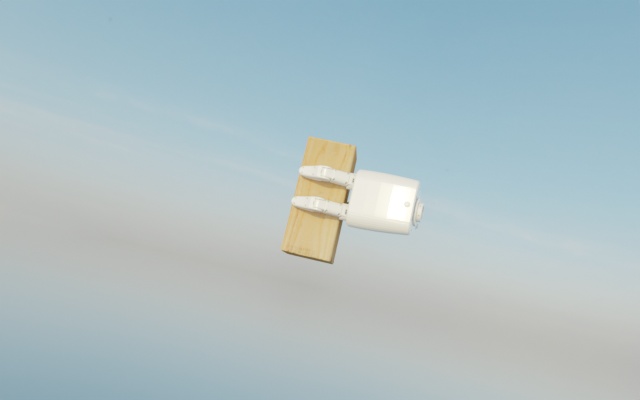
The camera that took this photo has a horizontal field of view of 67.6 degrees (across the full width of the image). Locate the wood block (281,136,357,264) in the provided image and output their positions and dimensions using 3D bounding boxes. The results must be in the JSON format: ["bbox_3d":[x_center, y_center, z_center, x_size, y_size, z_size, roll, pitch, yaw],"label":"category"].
[{"bbox_3d":[0.001,0.003,0.861,0.090,0.206,0.091,12,-10,7],"label":"wood block"}]
